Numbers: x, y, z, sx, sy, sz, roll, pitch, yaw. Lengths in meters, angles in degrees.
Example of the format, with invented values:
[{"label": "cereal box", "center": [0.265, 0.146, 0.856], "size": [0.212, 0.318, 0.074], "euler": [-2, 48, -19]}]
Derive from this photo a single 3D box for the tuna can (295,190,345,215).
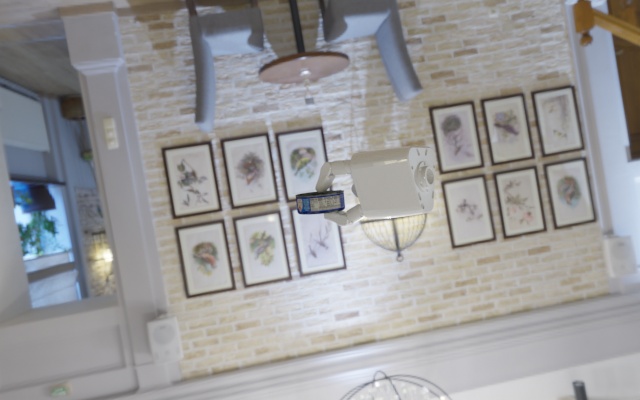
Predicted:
[{"label": "tuna can", "center": [0.000, 0.003, 0.832], "size": [0.086, 0.034, 0.086], "euler": [-6, 5, 0]}]
